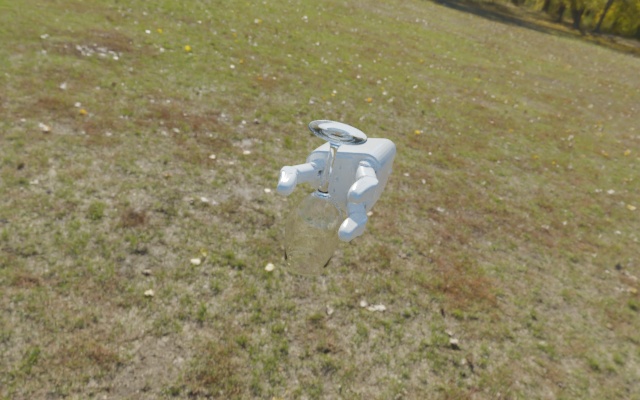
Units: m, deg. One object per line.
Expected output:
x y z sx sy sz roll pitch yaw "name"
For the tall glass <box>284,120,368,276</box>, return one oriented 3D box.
0.000 0.001 0.627 0.079 0.201 0.079 11 27 -6 "tall glass"
